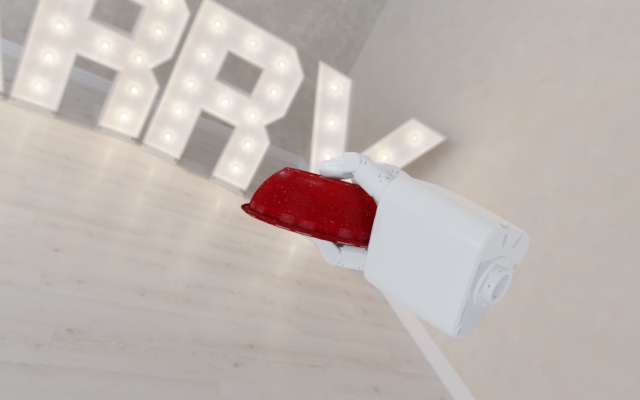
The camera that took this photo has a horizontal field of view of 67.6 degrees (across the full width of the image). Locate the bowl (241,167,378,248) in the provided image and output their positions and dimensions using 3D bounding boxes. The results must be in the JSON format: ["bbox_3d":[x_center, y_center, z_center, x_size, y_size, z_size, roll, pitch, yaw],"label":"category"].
[{"bbox_3d":[-0.001,0.001,0.511,0.162,0.055,0.162,14,4,-1],"label":"bowl"}]
